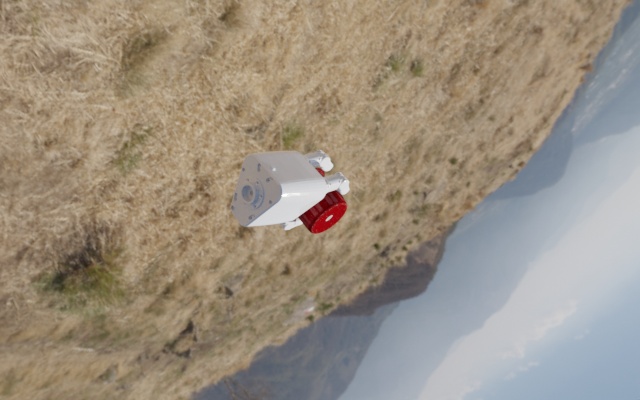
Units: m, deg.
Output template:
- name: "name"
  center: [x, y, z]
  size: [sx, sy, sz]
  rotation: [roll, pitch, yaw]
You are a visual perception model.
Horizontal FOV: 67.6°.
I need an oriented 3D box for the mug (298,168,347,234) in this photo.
- name: "mug"
  center: [0.001, 0.003, 0.848]
  size: [0.117, 0.081, 0.093]
  rotation: [-9, -37, -51]
